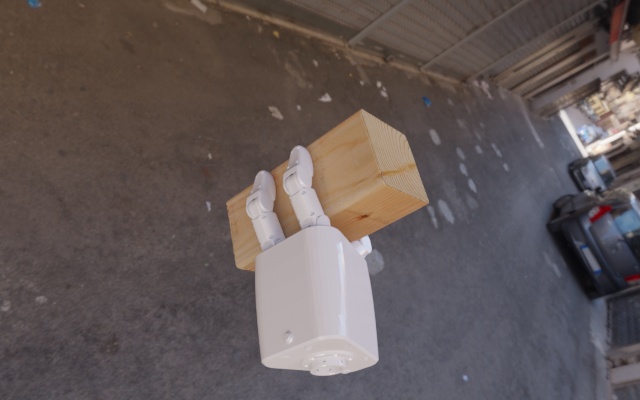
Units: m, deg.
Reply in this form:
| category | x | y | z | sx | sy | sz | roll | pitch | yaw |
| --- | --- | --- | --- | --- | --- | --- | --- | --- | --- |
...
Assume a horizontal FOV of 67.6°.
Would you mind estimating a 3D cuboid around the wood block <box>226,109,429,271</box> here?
| category | x | y | z | sx | sy | sz | roll | pitch | yaw |
| --- | --- | --- | --- | --- | --- | --- | --- | --- | --- |
| wood block | 0.000 | 0.002 | 0.532 | 0.206 | 0.090 | 0.091 | -31 | -30 | 30 |
